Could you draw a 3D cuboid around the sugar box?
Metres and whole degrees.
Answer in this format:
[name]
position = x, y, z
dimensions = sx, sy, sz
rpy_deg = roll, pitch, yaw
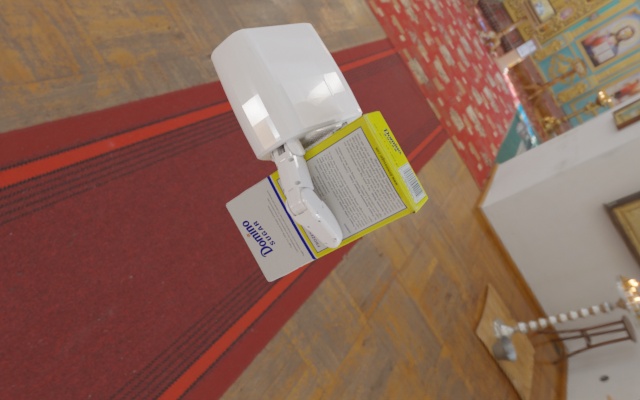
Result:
[sugar box]
position = 0.000, 0.001, 0.450
dimensions = 0.176, 0.093, 0.048
rpy_deg = -29, 0, 33
